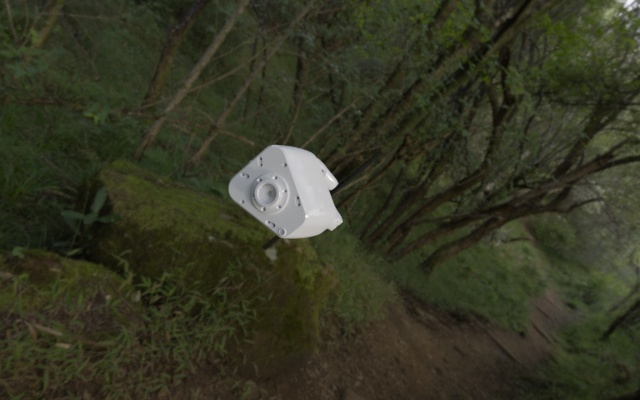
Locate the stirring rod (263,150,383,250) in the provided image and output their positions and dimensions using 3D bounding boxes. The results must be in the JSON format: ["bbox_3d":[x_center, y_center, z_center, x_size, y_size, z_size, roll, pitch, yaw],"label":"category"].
[{"bbox_3d":[0.000,0.003,0.736,0.239,0.011,0.011,-39,-12,14],"label":"stirring rod"}]
